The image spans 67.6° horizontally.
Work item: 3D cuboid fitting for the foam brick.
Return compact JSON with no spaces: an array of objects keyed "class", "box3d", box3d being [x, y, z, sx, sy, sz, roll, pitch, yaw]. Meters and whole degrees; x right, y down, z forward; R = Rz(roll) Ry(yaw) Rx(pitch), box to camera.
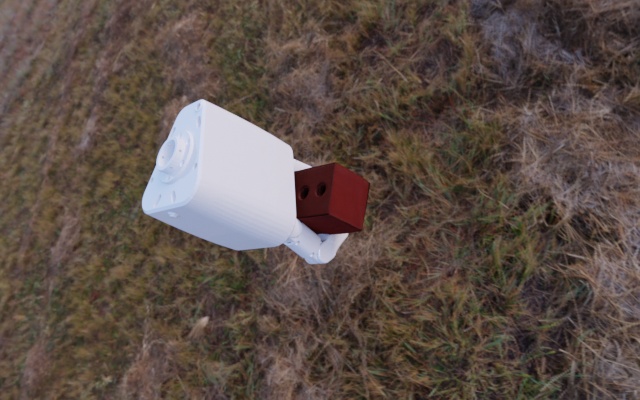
[{"class":"foam brick","box3d":[0.000,0.001,0.469,0.078,0.053,0.051,-10,-28,42]}]
